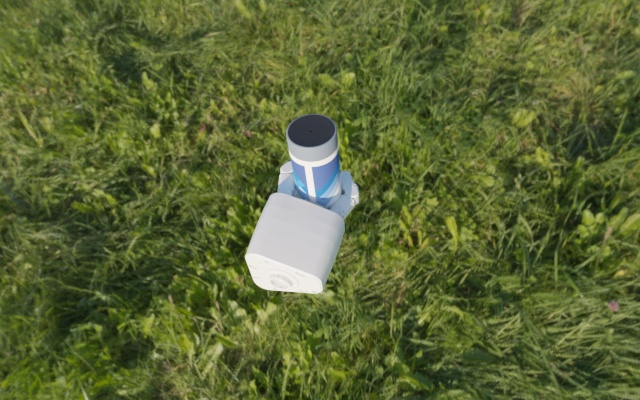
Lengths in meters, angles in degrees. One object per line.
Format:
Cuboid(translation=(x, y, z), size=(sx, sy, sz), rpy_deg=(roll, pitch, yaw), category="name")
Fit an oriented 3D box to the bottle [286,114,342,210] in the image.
Cuboid(translation=(0.000, 0.002, 0.731), size=(0.069, 0.069, 0.296), rpy_deg=(0, -39, 6), category="bottle")
